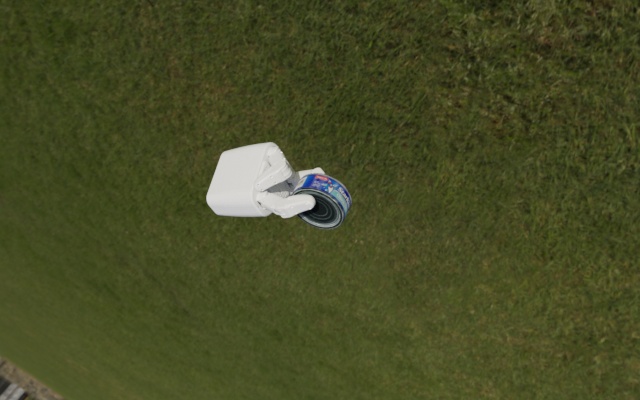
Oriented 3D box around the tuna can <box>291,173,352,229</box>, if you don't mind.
[{"bbox_3d":[0.000,0.003,0.700,0.086,0.086,0.033,0,44,30],"label":"tuna can"}]
